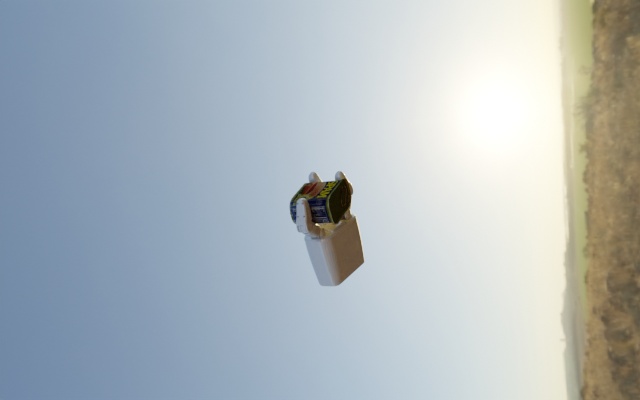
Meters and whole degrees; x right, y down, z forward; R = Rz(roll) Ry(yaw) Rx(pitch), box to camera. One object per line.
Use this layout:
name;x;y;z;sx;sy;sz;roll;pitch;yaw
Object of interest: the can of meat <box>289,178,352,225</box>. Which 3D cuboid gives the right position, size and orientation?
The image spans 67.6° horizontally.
can of meat;0.000;0.003;0.886;0.084;0.057;0.102;-4;27;27
